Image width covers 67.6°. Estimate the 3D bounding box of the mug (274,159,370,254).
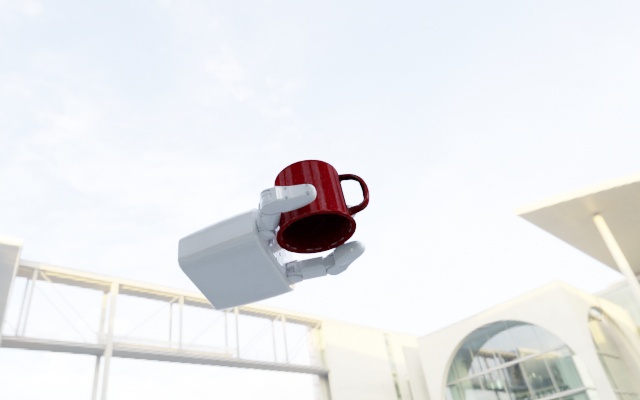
[{"bbox_3d":[0.001,0.001,0.562,0.117,0.081,0.093,-19,-34,11],"label":"mug"}]
